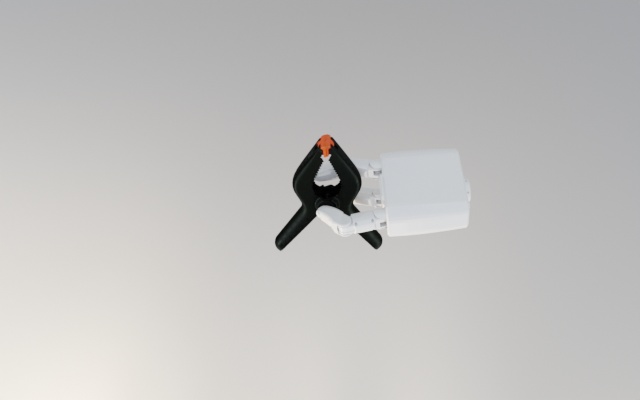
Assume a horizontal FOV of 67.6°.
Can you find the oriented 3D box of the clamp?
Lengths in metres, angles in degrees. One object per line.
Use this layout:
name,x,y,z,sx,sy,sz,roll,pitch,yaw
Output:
clamp,0.000,0.002,0.677,0.164,0.210,0.036,-7,42,5
